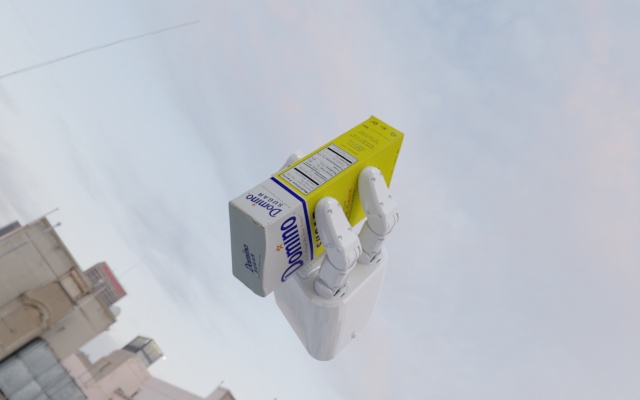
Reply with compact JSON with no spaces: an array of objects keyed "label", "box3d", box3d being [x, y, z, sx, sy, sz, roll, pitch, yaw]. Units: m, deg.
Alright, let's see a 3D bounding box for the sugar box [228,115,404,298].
[{"label":"sugar box","box3d":[0.001,0.002,0.423,0.048,0.093,0.176,33,50,24]}]
